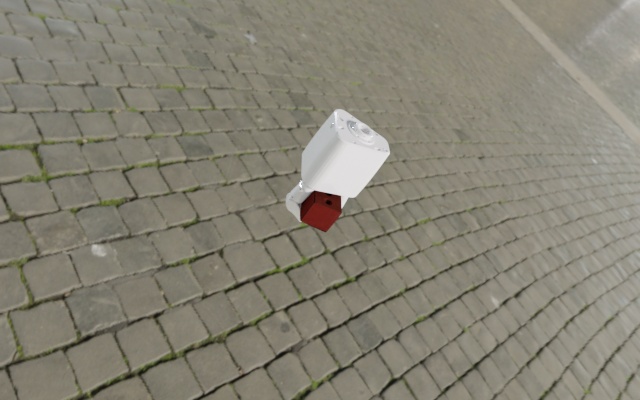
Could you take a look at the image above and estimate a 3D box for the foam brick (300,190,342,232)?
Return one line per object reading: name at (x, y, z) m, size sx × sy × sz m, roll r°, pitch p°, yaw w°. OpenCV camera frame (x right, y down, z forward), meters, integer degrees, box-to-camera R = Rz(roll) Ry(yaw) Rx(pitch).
foam brick at (0.000, 0.003, 0.808) m, size 0.053 × 0.078 × 0.051 m, roll 23°, pitch -52°, yaw -21°
